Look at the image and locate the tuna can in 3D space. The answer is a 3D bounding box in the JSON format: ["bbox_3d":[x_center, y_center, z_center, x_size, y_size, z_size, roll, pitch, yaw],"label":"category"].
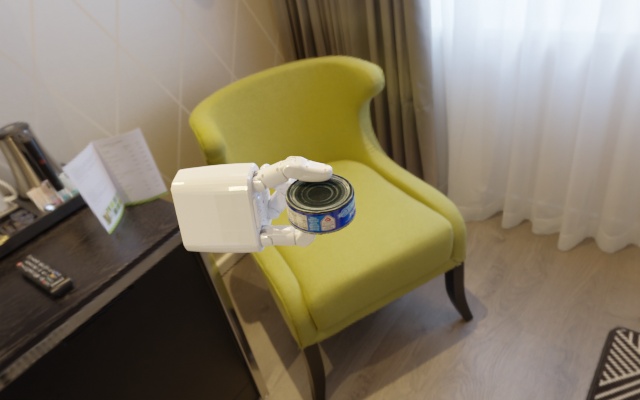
[{"bbox_3d":[0.000,0.001,0.587,0.086,0.034,0.086,-4,36,3],"label":"tuna can"}]
